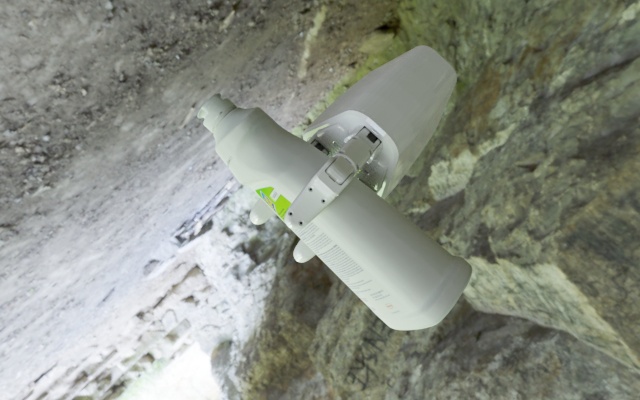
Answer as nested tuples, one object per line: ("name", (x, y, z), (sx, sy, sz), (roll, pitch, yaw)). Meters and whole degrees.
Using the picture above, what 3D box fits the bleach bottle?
("bleach bottle", (0.000, 0.001, 0.401), (0.251, 0.068, 0.102), (43, -24, -1))
